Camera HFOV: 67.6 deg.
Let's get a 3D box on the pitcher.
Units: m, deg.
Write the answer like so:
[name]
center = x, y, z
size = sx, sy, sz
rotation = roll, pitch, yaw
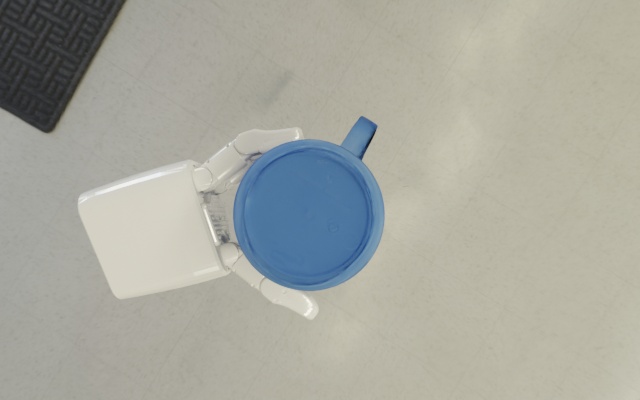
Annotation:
[pitcher]
center = 0.000, 0.002, 0.447
size = 0.145, 0.149, 0.243
rotation = -13, -1, 1
